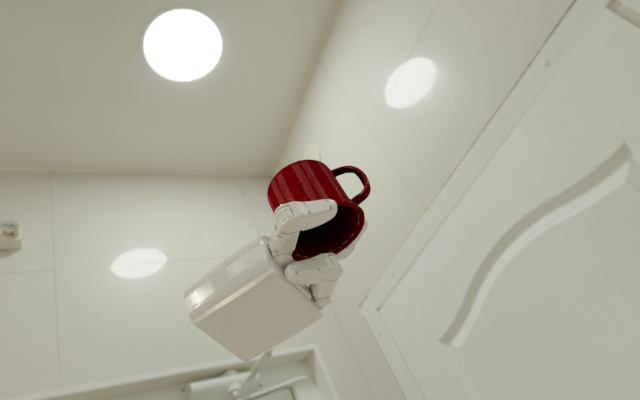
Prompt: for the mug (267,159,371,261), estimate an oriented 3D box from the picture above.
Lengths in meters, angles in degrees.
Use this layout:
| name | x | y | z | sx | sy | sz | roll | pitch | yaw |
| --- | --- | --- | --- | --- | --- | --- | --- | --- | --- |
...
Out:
| name | x | y | z | sx | sy | sz | roll | pitch | yaw |
| --- | --- | --- | --- | --- | --- | --- | --- | --- | --- |
| mug | 0.001 | 0.001 | 0.532 | 0.117 | 0.081 | 0.093 | -34 | -38 | 5 |
